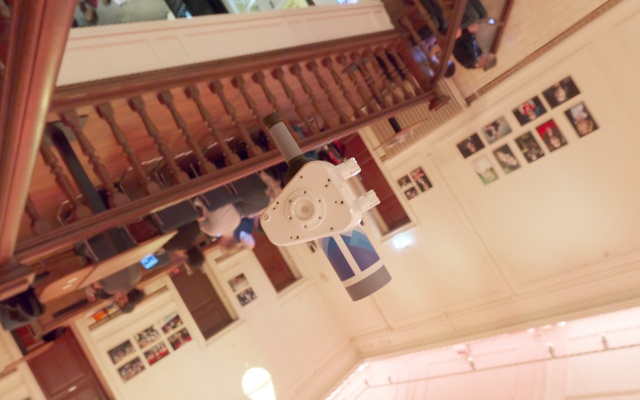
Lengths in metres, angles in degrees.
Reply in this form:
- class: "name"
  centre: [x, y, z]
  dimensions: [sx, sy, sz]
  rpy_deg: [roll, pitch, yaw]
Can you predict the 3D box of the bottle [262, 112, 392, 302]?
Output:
- class: "bottle"
  centre: [0.000, 0.003, 0.697]
  dimensions: [0.069, 0.295, 0.069]
  rpy_deg: [-30, -3, -2]
